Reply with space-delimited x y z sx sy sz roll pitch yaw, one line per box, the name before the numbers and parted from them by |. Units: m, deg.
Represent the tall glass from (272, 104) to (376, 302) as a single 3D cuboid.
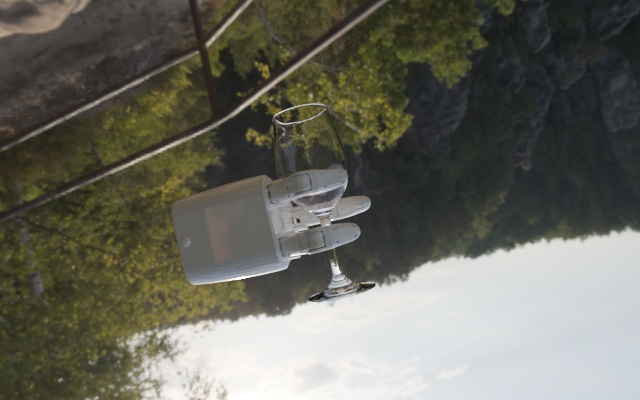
tall glass | 0.000 0.002 0.513 0.079 0.201 0.079 -13 -3 -1
